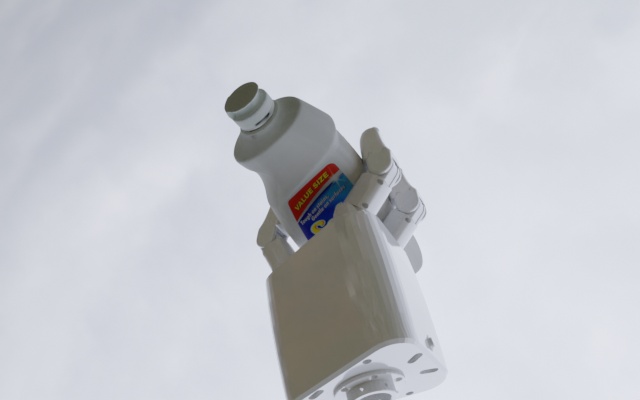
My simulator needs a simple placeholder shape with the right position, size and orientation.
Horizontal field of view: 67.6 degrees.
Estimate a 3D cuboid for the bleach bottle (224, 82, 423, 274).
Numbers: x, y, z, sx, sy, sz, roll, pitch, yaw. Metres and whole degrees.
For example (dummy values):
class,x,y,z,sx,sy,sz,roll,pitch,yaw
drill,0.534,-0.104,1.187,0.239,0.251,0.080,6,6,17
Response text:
class,x,y,z,sx,sy,sz,roll,pitch,yaw
bleach bottle,0.000,0.001,0.413,0.102,0.068,0.251,-30,-46,13
